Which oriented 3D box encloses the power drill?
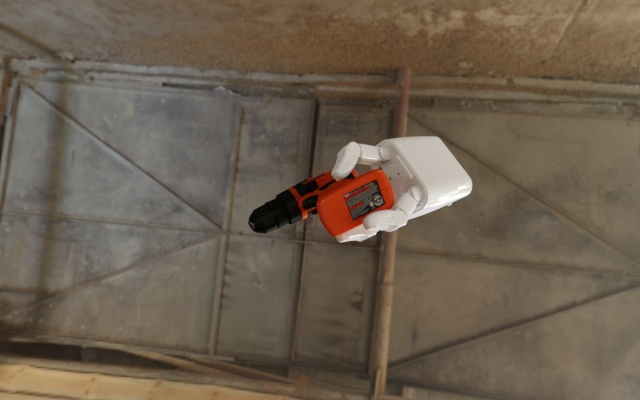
[{"bbox_3d":[0.001,0.002,0.662,0.184,0.057,0.187,-28,15,-17],"label":"power drill"}]
